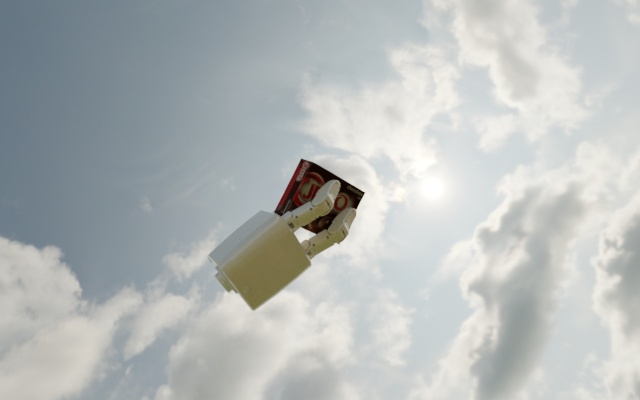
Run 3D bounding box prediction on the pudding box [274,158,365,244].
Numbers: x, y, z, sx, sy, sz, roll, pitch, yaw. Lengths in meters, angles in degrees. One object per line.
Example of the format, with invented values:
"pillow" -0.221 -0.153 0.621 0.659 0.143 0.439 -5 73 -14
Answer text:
"pudding box" 0.000 0.002 0.701 0.113 0.090 0.039 27 0 -37
